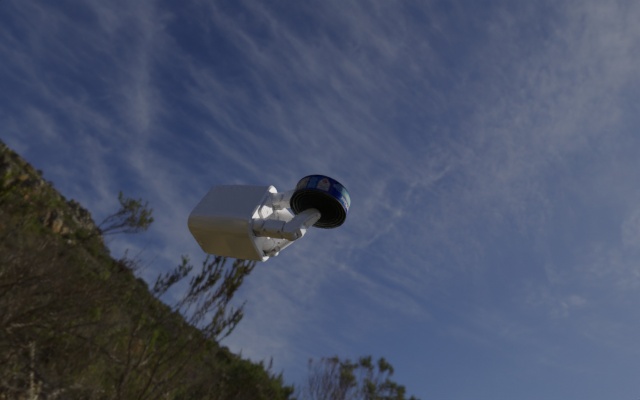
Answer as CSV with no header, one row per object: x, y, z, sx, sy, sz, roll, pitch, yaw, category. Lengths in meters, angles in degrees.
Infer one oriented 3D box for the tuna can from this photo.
0.000,0.002,0.701,0.086,0.033,0.086,13,-38,10,tuna can
